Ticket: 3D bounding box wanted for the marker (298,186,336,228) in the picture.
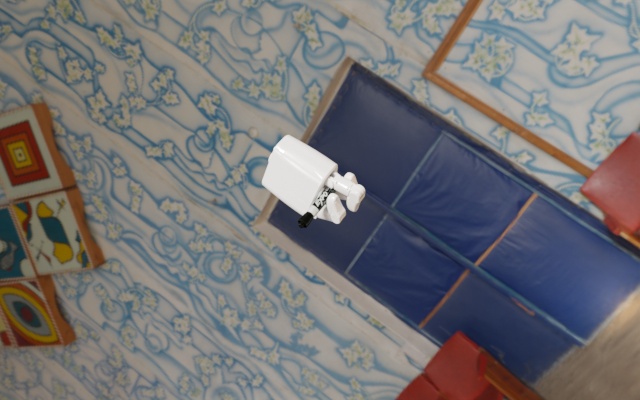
[{"bbox_3d":[0.000,0.003,0.807,0.020,0.020,0.121,0,41,46],"label":"marker"}]
